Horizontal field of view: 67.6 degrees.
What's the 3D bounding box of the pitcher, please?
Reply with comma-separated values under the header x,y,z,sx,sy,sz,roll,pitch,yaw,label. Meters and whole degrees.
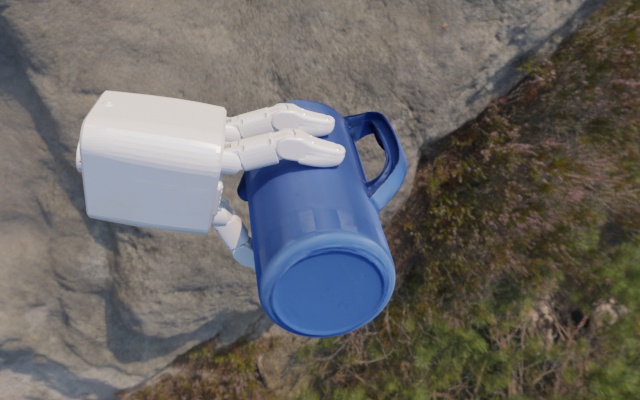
x,y,z,sx,sy,sz,roll,pitch,yaw,label
0.000,0.002,0.459,0.145,0.149,0.242,11,30,-16,pitcher
